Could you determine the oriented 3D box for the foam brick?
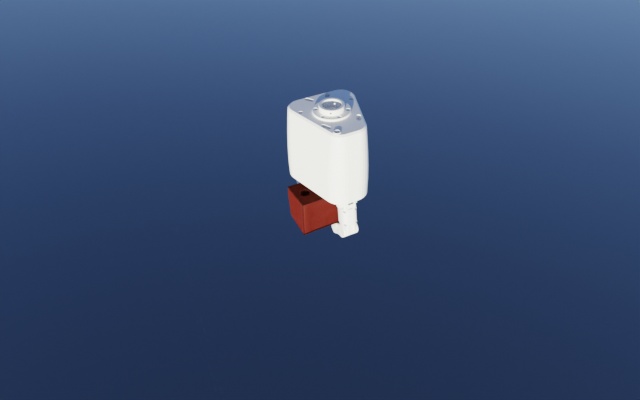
[{"bbox_3d":[0.000,0.002,0.662,0.078,0.051,0.053,-19,40,-18],"label":"foam brick"}]
